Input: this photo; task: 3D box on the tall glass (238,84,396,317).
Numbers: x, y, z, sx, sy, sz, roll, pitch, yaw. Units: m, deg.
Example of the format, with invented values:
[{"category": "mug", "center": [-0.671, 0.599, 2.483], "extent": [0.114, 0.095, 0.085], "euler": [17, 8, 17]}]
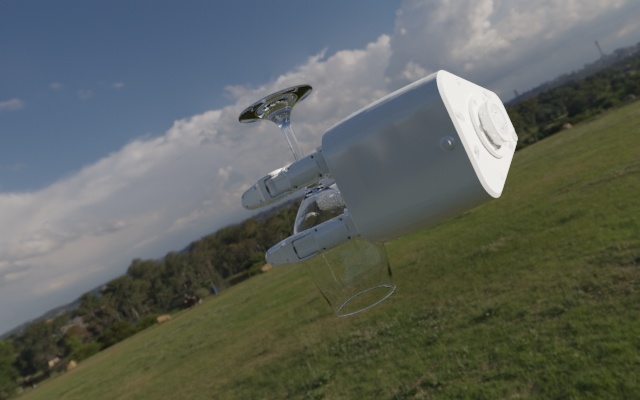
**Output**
[{"category": "tall glass", "center": [0.000, 0.001, 0.438], "extent": [0.079, 0.201, 0.079], "euler": [-24, 0, 0]}]
